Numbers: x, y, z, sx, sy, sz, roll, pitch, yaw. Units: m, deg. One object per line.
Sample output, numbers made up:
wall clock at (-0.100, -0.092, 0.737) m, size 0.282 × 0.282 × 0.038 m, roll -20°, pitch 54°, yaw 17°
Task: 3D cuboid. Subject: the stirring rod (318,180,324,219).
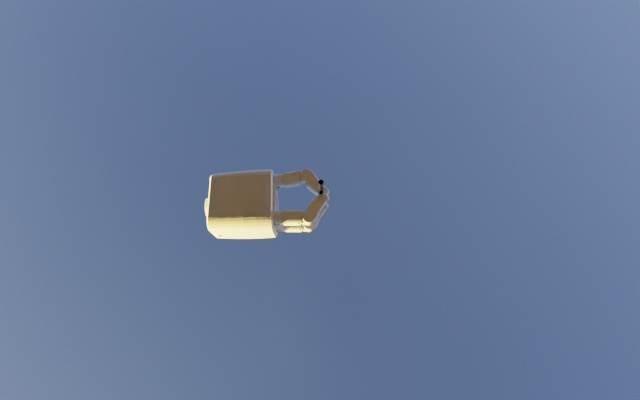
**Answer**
stirring rod at (0.000, 0.003, 0.838) m, size 0.011 × 0.011 × 0.239 m, roll 0°, pitch -15°, yaw 0°
